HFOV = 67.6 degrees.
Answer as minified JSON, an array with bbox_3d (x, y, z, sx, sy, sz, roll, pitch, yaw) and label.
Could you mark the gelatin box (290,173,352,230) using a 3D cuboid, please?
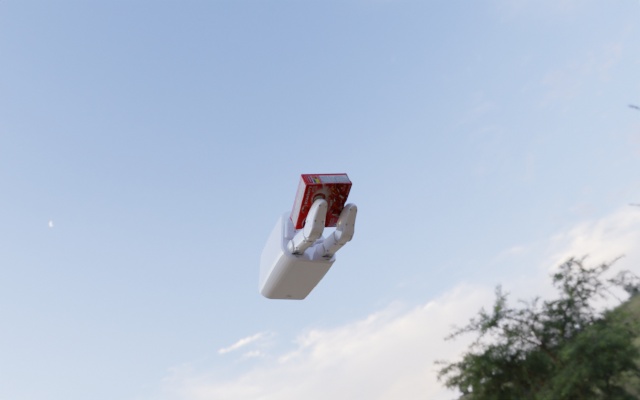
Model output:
[{"bbox_3d":[0.000,0.002,0.709,0.073,0.089,0.030,-2,40,-23],"label":"gelatin box"}]
